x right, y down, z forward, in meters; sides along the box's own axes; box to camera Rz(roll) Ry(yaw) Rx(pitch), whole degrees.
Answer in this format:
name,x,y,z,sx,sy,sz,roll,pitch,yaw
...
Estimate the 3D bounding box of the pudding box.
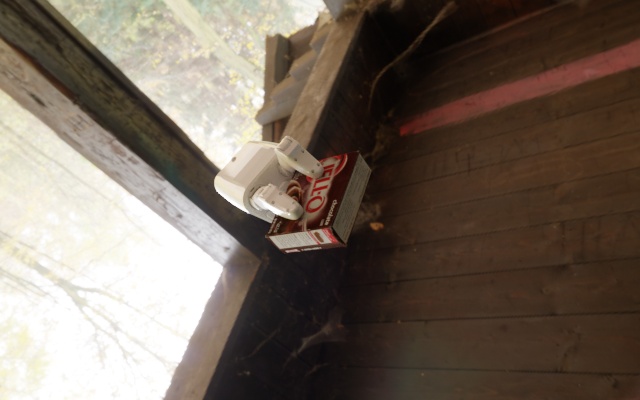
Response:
name,x,y,z,sx,sy,sz,roll,pitch,yaw
pudding box,0.000,0.002,0.532,0.090,0.113,0.039,-12,-45,37
